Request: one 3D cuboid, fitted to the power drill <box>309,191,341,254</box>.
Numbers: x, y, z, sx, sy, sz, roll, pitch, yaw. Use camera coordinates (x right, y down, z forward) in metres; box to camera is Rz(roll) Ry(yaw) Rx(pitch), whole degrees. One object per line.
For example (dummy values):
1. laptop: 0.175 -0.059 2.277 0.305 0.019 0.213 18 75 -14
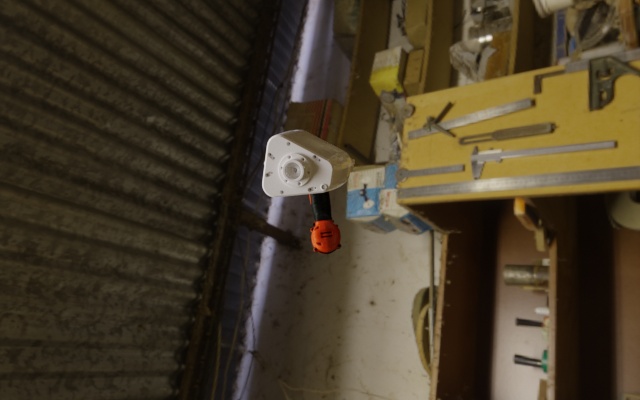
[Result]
1. power drill: 0.000 0.002 0.858 0.057 0.187 0.184 -10 -8 -4
